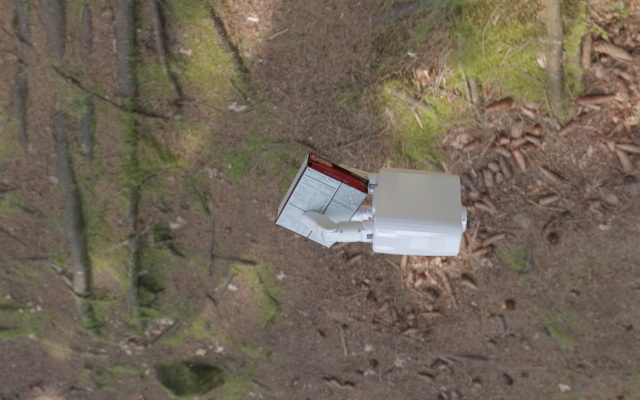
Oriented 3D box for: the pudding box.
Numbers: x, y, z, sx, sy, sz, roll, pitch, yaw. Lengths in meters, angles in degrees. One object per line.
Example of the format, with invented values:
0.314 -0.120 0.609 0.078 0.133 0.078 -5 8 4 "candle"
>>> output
0.000 0.002 0.641 0.090 0.113 0.039 26 33 -10 "pudding box"
